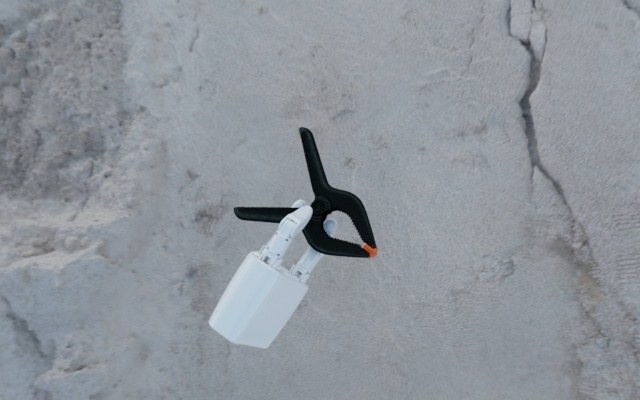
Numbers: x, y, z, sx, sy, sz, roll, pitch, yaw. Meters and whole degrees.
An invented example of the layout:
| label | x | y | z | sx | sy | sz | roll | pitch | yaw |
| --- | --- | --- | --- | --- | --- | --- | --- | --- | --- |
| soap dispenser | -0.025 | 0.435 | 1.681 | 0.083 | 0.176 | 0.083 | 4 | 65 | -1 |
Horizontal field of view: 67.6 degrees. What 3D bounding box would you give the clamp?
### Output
| label | x | y | z | sx | sy | sz | roll | pitch | yaw |
| --- | --- | --- | --- | --- | --- | --- | --- | --- | --- |
| clamp | 0.000 | 0.003 | 0.673 | 0.210 | 0.164 | 0.036 | 31 | -3 | 15 |
